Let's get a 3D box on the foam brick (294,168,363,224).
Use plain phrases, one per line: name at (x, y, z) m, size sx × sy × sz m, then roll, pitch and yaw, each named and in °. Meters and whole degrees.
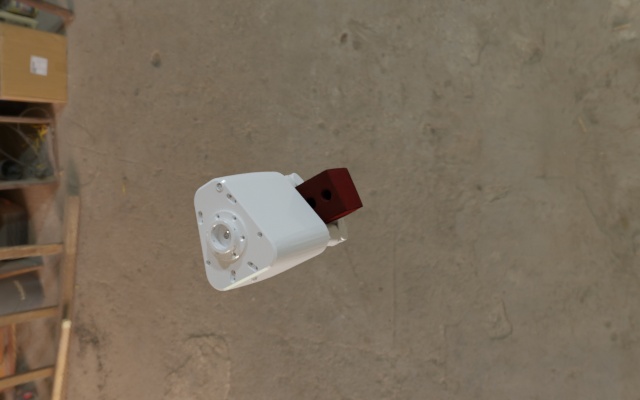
foam brick at (0.000, 0.002, 0.562) m, size 0.078 × 0.053 × 0.051 m, roll -29°, pitch -9°, yaw 26°
